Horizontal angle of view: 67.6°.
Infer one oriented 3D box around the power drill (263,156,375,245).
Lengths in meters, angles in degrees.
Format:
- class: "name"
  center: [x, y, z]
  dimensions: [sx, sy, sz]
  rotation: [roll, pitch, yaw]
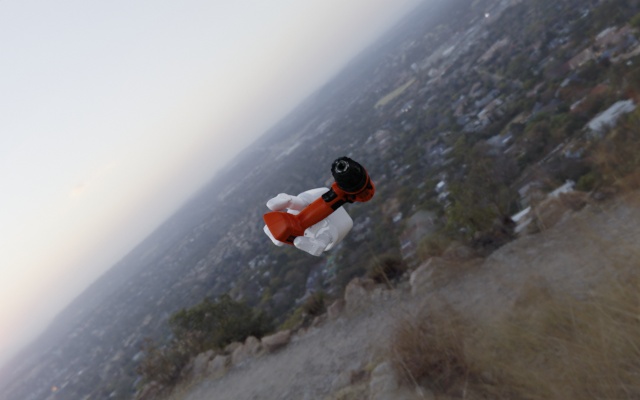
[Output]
- class: "power drill"
  center: [0.000, 0.003, 0.808]
  dimensions: [0.187, 0.057, 0.184]
  rotation: [-31, -19, 9]
